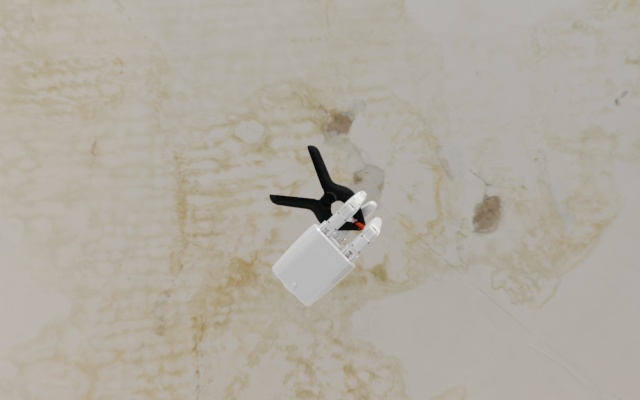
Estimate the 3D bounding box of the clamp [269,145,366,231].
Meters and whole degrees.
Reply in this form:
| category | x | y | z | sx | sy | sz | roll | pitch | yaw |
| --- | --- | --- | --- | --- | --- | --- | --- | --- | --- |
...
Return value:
| category | x | y | z | sx | sy | sz | roll | pitch | yaw |
| --- | --- | --- | --- | --- | --- | --- | --- | --- | --- |
| clamp | 0.000 | 0.003 | 0.826 | 0.120 | 0.171 | 0.039 | -44 | 1 | 3 |
